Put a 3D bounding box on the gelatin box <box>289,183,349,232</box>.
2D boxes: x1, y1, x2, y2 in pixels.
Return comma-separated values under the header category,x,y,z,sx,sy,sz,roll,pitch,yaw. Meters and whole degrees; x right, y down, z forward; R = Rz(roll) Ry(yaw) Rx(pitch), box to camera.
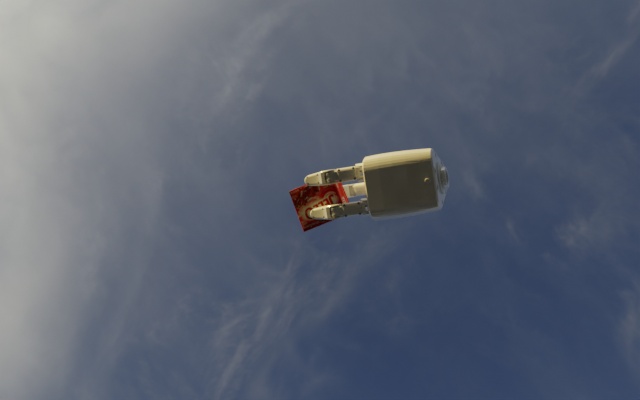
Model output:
category,x,y,z,sx,sy,sz,roll,pitch,yaw
gelatin box,0.000,0.003,0.789,0.089,0.073,0.030,-23,-4,28
